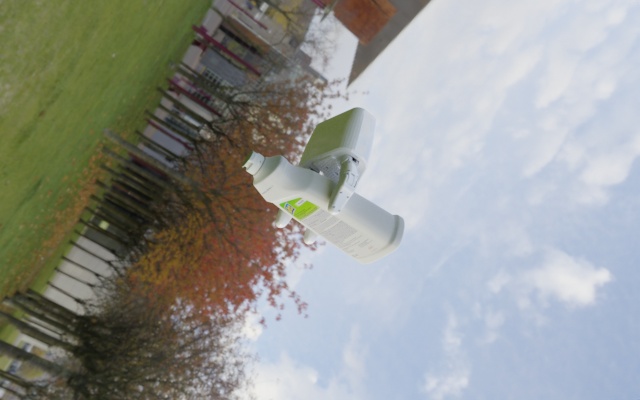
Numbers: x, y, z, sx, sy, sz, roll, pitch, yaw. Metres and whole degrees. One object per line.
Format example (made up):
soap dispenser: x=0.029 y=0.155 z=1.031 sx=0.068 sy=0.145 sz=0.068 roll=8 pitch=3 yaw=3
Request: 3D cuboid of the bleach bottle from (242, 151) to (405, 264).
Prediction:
bleach bottle: x=0.000 y=0.002 z=0.712 sx=0.251 sy=0.068 sz=0.103 roll=33 pitch=-41 yaw=-19
